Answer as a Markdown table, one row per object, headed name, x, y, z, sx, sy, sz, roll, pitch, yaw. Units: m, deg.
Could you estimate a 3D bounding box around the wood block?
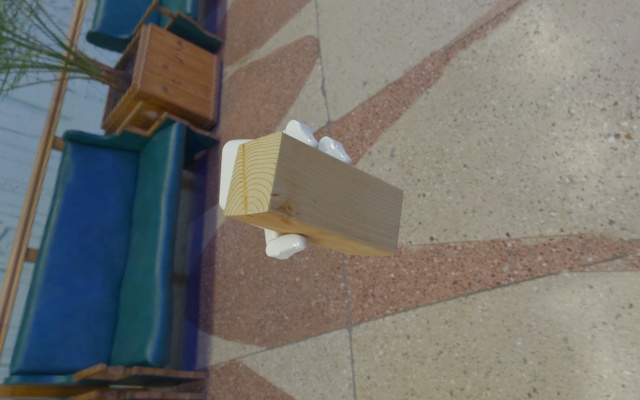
| name | x | y | z | sx | sy | sz | roll | pitch | yaw |
| --- | --- | --- | --- | --- | --- | --- | --- | --- | --- |
| wood block | 0.000 | 0.002 | 0.585 | 0.206 | 0.090 | 0.090 | 21 | -18 | -38 |
